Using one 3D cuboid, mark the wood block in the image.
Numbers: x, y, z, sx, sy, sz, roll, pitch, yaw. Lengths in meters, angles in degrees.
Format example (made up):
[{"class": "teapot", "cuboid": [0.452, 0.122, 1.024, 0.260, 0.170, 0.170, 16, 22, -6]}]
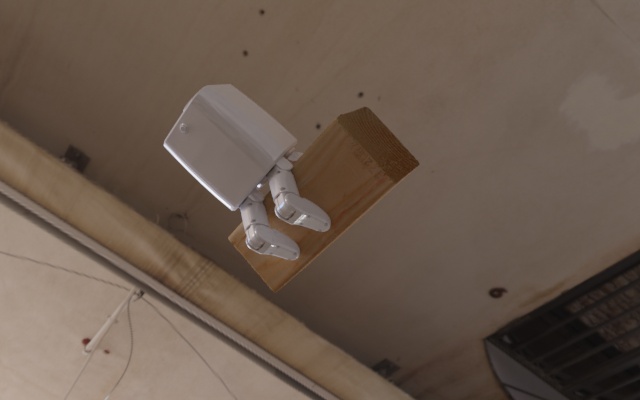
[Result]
[{"class": "wood block", "cuboid": [0.000, 0.001, 0.544, 0.206, 0.090, 0.090, -45, -5, 32]}]
